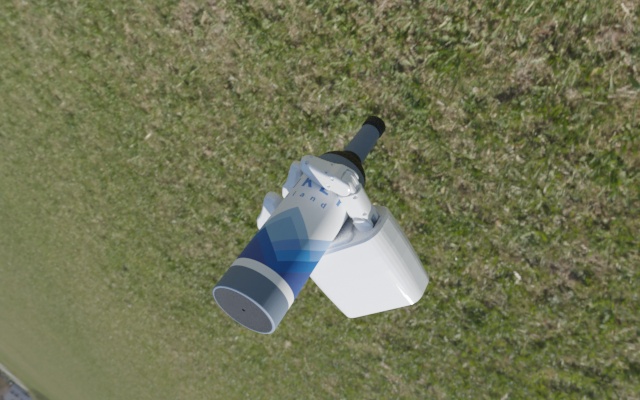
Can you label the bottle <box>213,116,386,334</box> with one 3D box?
[{"bbox_3d":[0.000,0.002,0.511,0.069,0.069,0.295,0,41,39],"label":"bottle"}]
